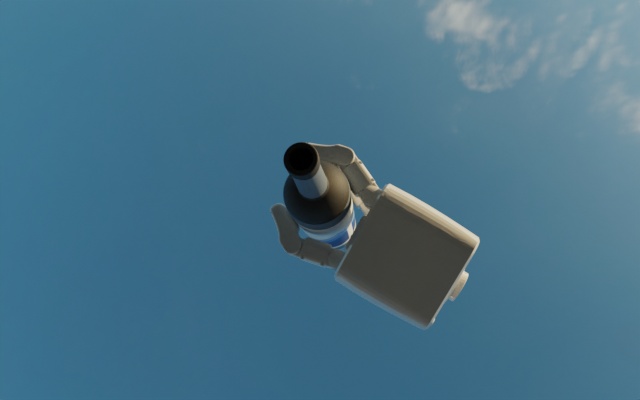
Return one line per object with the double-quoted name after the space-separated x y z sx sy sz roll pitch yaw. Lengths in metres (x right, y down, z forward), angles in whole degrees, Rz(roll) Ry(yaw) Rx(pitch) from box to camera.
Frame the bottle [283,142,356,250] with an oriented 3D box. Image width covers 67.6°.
0.000 0.002 0.506 0.069 0.069 0.296 0 -13 6 "bottle"
